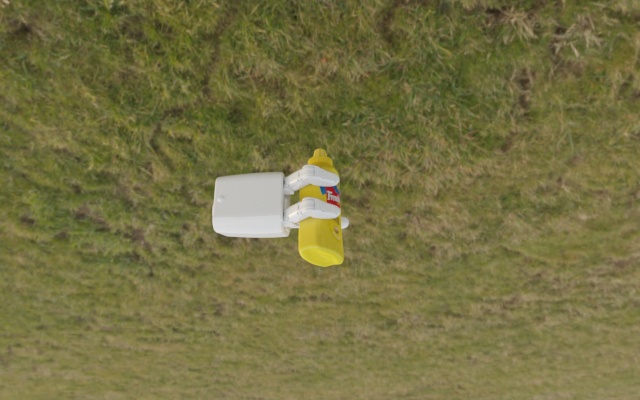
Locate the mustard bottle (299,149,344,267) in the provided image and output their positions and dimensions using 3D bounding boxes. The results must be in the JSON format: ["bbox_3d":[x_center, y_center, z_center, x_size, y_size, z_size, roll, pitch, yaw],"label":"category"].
[{"bbox_3d":[0.000,0.003,0.766,0.058,0.191,0.096,-14,-28,24],"label":"mustard bottle"}]
